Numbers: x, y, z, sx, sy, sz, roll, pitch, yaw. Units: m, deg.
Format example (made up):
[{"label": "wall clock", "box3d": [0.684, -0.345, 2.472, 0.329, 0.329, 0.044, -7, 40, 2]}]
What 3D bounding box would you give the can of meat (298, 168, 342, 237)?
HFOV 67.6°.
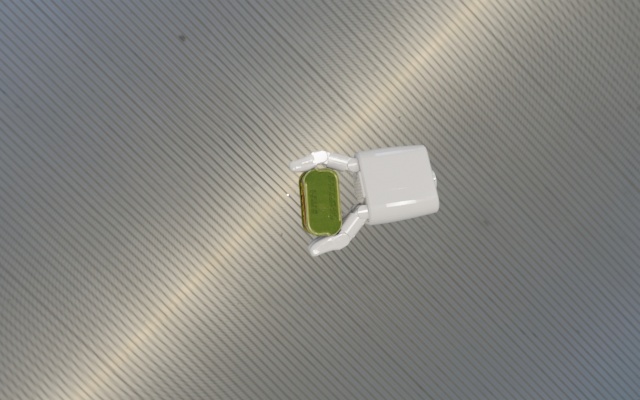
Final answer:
[{"label": "can of meat", "box3d": [0.000, 0.002, 0.710, 0.057, 0.102, 0.084, -5, 1, -5]}]
